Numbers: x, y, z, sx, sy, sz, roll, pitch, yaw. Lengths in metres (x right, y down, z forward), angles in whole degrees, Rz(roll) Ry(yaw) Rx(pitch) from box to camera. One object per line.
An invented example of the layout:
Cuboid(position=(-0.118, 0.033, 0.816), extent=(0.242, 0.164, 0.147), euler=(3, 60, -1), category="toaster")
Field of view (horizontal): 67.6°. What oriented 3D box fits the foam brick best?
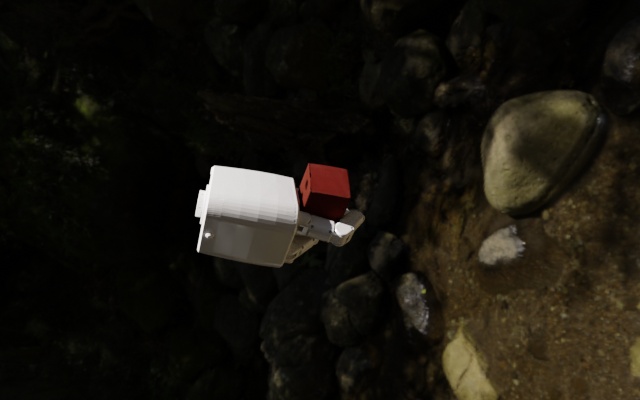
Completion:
Cuboid(position=(0.000, 0.002, 0.588), extent=(0.051, 0.078, 0.053), euler=(11, 42, -13), category="foam brick")
